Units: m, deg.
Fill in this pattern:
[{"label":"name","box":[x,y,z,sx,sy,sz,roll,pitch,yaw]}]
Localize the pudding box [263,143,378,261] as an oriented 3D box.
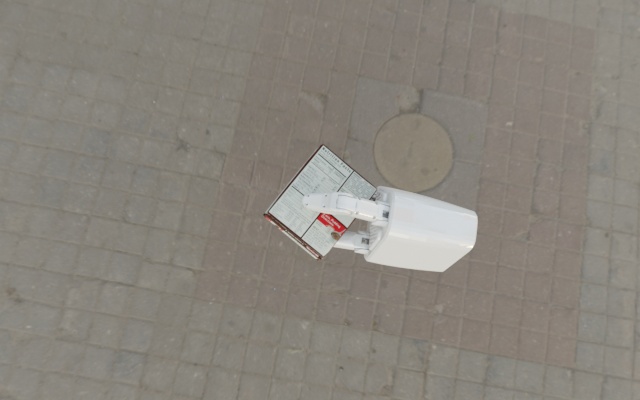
[{"label":"pudding box","box":[0.000,0.002,0.576,0.090,0.113,0.039,39,-14,-3]}]
